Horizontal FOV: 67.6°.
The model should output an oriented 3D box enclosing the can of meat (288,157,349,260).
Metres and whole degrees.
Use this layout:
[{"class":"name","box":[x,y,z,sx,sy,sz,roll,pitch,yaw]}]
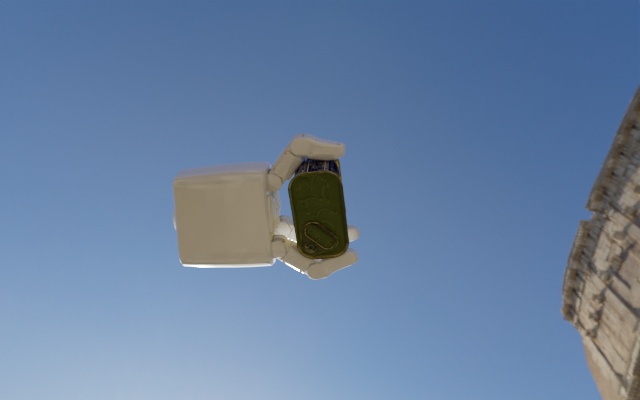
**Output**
[{"class":"can of meat","box":[0.000,0.002,0.543,0.057,0.102,0.084,-6,22,5]}]
